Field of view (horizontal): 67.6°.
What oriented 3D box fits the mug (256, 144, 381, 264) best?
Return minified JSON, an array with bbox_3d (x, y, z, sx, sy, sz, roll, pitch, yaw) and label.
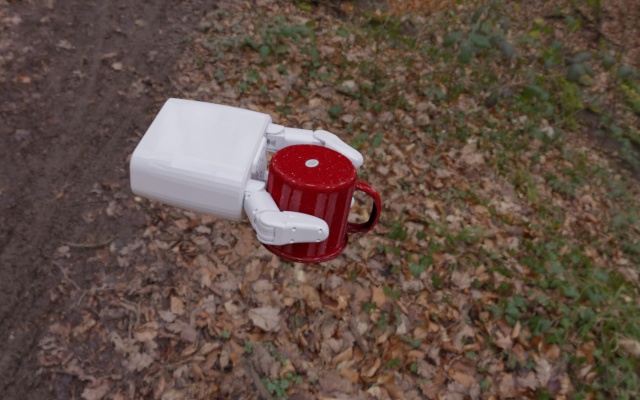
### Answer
[{"bbox_3d":[0.002,0.002,0.455,0.117,0.081,0.093,11,34,0],"label":"mug"}]
